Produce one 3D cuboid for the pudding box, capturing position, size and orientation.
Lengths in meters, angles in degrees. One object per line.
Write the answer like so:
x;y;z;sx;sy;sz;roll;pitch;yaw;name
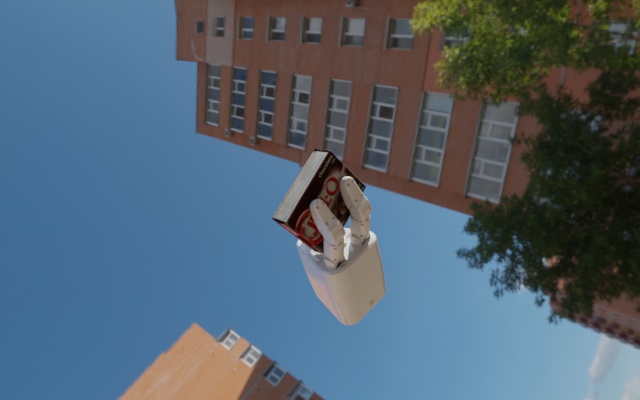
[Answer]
0.000;0.002;0.629;0.039;0.113;0.090;14;-19;45;pudding box
